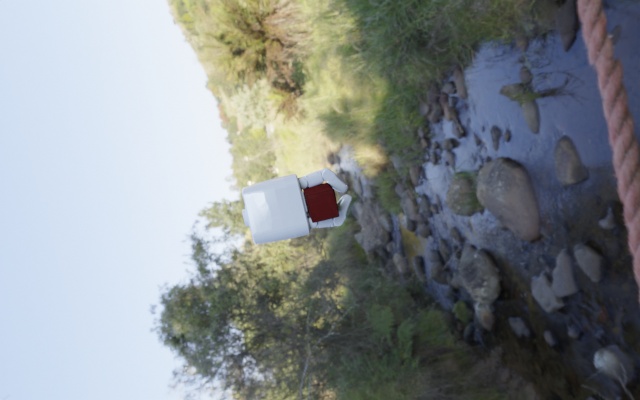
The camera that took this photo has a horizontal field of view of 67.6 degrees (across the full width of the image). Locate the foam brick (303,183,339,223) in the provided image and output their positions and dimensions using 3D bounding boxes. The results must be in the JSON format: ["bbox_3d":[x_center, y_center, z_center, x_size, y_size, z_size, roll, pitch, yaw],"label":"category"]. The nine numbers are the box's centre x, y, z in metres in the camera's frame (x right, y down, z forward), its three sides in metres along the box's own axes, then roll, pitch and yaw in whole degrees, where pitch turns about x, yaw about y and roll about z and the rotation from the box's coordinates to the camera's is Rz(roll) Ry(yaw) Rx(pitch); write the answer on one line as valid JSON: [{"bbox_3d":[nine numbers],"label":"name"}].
[{"bbox_3d":[0.000,0.003,0.869,0.051,0.053,0.078,-13,12,-4],"label":"foam brick"}]
